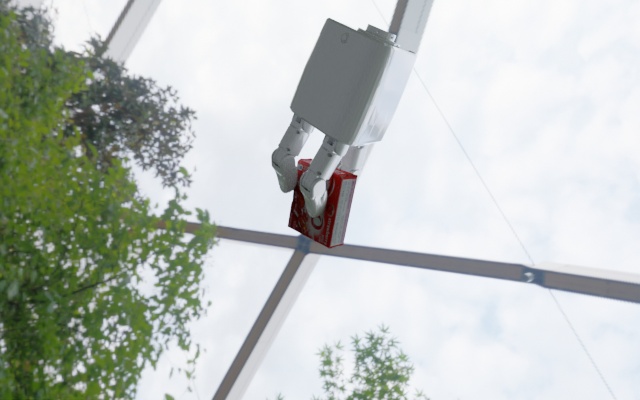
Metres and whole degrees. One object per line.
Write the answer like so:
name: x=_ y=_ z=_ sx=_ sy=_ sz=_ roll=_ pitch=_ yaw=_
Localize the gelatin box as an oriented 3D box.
gelatin box: x=0.000 y=0.002 z=0.566 sx=0.073 sy=0.089 sz=0.030 roll=24 pitch=21 yaw=39
